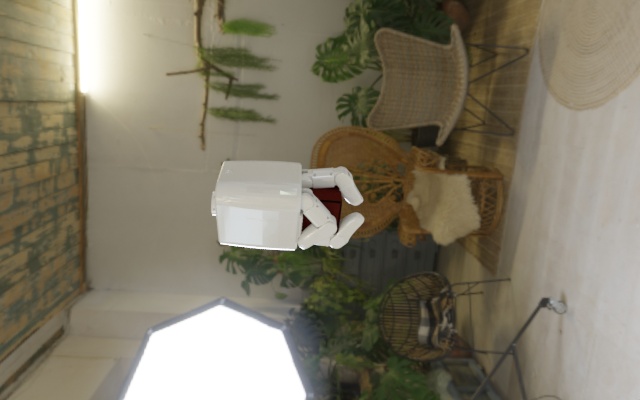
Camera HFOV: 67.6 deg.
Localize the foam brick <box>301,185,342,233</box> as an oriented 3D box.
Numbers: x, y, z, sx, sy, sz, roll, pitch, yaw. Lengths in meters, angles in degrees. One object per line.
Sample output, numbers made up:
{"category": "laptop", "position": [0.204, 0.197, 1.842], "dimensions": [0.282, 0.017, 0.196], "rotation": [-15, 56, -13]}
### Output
{"category": "foam brick", "position": [0.000, 0.002, 0.667], "dimensions": [0.051, 0.053, 0.078], "rotation": [3, 30, -4]}
